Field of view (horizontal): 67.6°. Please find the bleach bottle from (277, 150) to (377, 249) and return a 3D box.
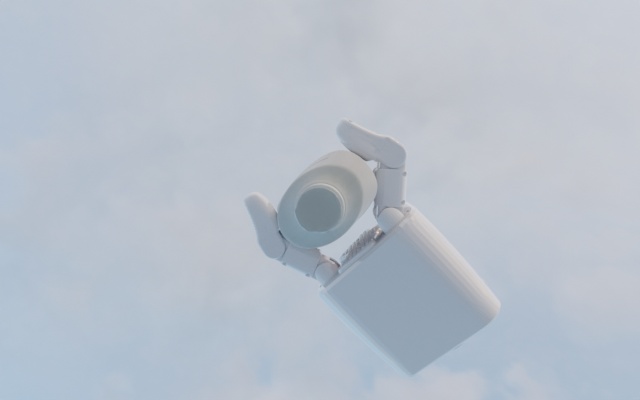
[{"bbox_3d":[0.000,0.001,0.415,0.102,0.068,0.251,-43,1,6],"label":"bleach bottle"}]
